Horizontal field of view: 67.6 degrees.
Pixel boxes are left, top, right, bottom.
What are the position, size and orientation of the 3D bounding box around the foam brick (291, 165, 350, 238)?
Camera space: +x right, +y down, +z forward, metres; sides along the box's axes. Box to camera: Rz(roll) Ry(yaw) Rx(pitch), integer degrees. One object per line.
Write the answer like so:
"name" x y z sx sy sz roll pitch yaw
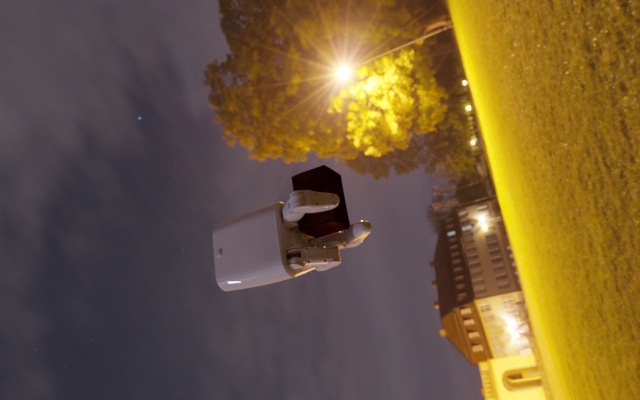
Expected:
"foam brick" 0.000 0.002 0.623 0.051 0.078 0.053 -18 -22 23
